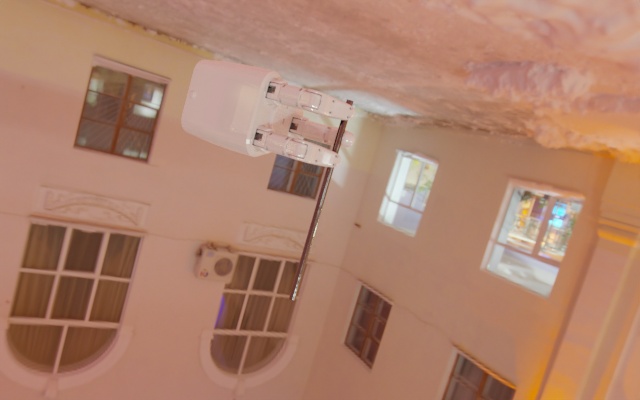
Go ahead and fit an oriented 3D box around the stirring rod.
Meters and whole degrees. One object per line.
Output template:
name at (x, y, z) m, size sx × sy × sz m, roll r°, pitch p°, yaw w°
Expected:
stirring rod at (0.000, 0.002, 0.552) m, size 0.011 × 0.239 × 0.011 m, roll 16°, pitch 6°, yaw -2°
